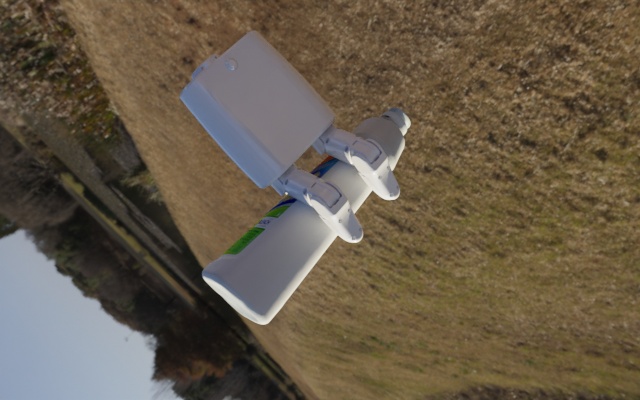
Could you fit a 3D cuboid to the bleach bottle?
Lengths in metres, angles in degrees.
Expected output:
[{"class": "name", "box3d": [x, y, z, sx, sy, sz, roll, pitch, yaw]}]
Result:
[{"class": "bleach bottle", "box3d": [0.000, 0.002, 0.465, 0.250, 0.068, 0.102, -48, 12, -20]}]
